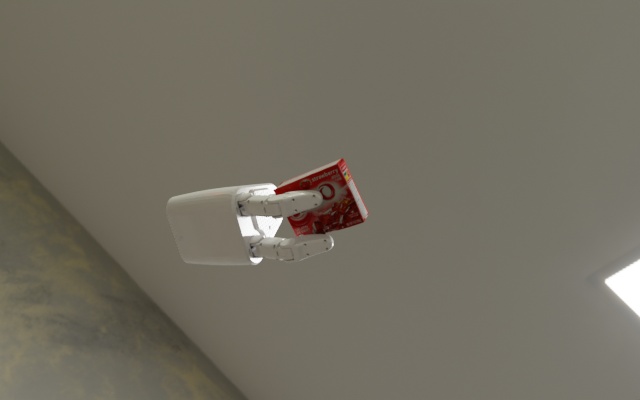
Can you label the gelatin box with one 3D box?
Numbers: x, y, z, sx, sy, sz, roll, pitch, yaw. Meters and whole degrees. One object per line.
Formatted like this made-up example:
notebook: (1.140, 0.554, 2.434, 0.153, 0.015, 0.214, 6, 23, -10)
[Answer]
gelatin box: (0.001, 0.002, 0.550, 0.089, 0.073, 0.030, -20, 13, 24)
